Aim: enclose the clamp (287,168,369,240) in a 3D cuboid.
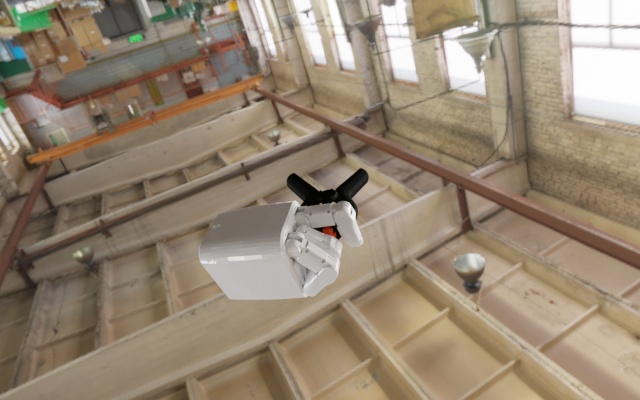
[{"bbox_3d":[0.000,0.003,0.651,0.120,0.039,0.171,-5,28,13],"label":"clamp"}]
